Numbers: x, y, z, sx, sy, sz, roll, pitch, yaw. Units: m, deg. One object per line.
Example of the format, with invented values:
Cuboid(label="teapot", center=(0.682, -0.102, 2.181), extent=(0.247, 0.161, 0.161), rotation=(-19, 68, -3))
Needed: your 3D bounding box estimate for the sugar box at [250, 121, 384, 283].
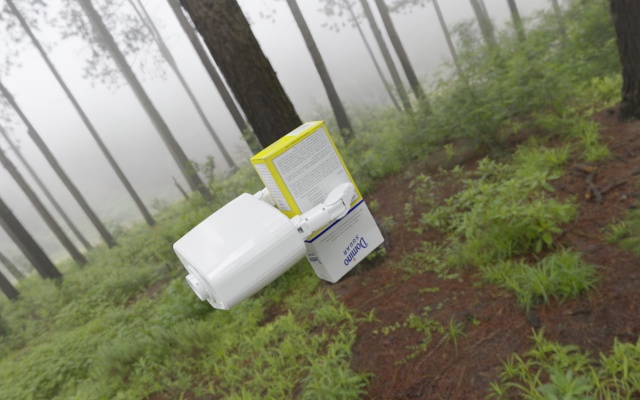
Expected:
Cuboid(label="sugar box", center=(0.000, 0.002, 0.580), extent=(0.093, 0.176, 0.048), rotation=(-36, 22, -24))
